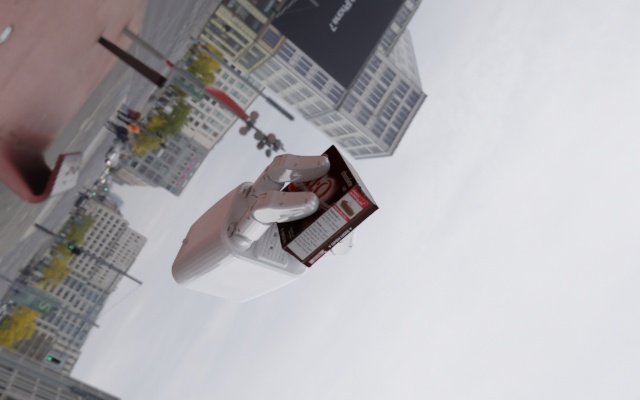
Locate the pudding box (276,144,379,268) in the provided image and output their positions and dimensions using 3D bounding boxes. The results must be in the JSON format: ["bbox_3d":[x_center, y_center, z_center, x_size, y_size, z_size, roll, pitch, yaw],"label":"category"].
[{"bbox_3d":[0.000,0.002,0.467,0.039,0.090,0.113,43,10,-26],"label":"pudding box"}]
